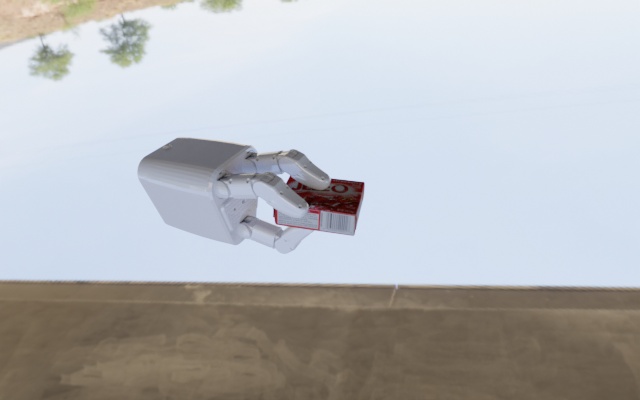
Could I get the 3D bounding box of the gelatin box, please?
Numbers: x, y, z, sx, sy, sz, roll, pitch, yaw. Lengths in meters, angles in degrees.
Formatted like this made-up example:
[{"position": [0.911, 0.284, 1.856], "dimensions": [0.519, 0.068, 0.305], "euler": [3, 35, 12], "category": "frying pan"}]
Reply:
[{"position": [0.000, 0.002, 0.525], "dimensions": [0.089, 0.030, 0.073], "euler": [8, 31, 9], "category": "gelatin box"}]
